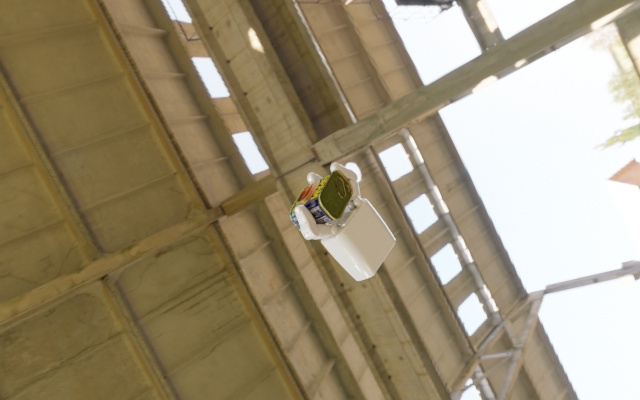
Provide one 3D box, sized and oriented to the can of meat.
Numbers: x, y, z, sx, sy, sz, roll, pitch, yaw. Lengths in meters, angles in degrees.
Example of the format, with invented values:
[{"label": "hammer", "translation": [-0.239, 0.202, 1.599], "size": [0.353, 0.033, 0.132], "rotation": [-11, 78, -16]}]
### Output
[{"label": "can of meat", "translation": [0.000, 0.003, 0.855], "size": [0.084, 0.057, 0.102], "rotation": [-26, 23, 38]}]
